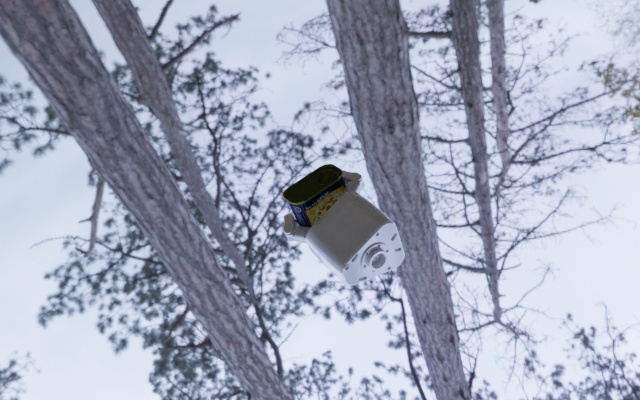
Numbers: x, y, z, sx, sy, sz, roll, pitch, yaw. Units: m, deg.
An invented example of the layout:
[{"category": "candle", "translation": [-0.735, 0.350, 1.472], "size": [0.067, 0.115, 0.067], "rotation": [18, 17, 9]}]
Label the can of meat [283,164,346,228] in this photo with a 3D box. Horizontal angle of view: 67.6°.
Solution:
[{"category": "can of meat", "translation": [0.000, 0.003, 0.794], "size": [0.102, 0.084, 0.057], "rotation": [-34, 37, -16]}]
